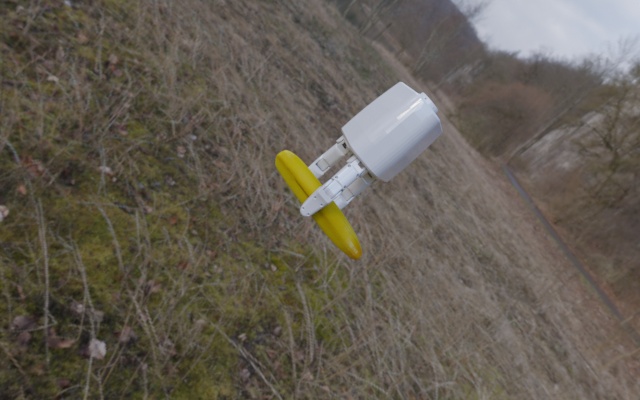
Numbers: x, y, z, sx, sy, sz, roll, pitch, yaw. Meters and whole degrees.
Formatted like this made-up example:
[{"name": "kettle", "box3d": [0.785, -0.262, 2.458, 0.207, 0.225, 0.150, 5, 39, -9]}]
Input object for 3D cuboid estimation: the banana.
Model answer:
[{"name": "banana", "box3d": [-0.007, -0.004, 0.651, 0.037, 0.197, 0.070, -39, -20, 5]}]
